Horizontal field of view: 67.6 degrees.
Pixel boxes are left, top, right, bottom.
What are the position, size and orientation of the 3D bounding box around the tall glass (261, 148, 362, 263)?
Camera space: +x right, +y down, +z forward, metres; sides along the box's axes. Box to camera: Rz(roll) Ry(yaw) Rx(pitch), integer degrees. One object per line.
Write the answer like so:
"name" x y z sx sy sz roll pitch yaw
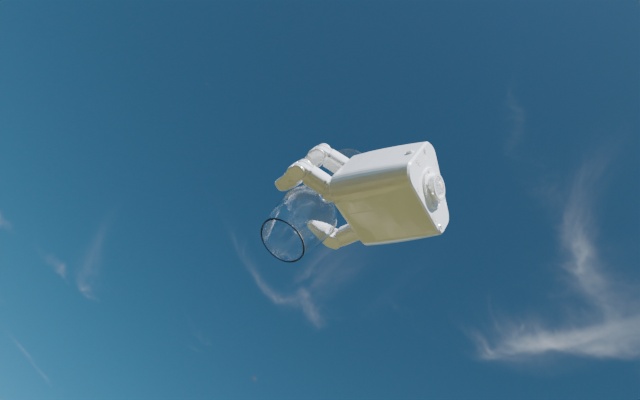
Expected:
"tall glass" 0.000 0.002 0.643 0.079 0.079 0.201 0 28 32
